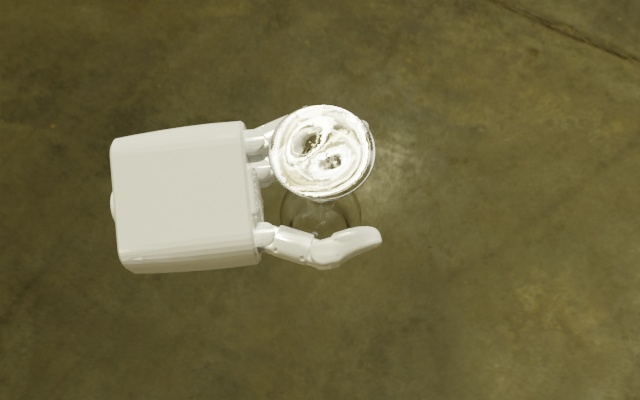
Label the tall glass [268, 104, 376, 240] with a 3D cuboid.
[{"bbox_3d":[0.000,0.001,0.420,0.079,0.079,0.201,0,-21,0],"label":"tall glass"}]
